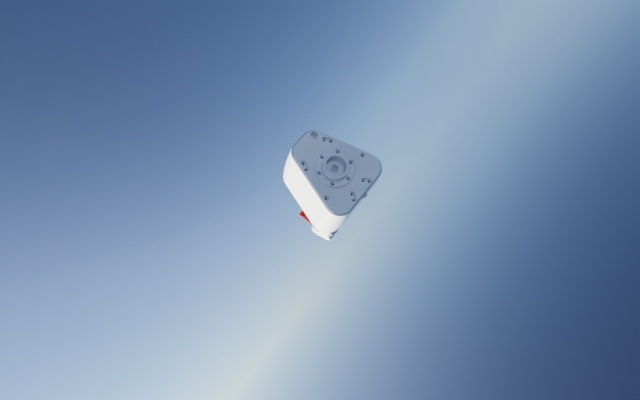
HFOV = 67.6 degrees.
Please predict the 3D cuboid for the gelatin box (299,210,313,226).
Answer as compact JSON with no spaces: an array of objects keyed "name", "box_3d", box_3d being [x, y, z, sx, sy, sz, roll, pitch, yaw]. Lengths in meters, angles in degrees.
[{"name":"gelatin box","box_3d":[0.000,0.002,0.762,0.030,0.073,0.089,40,-2,-2]}]
